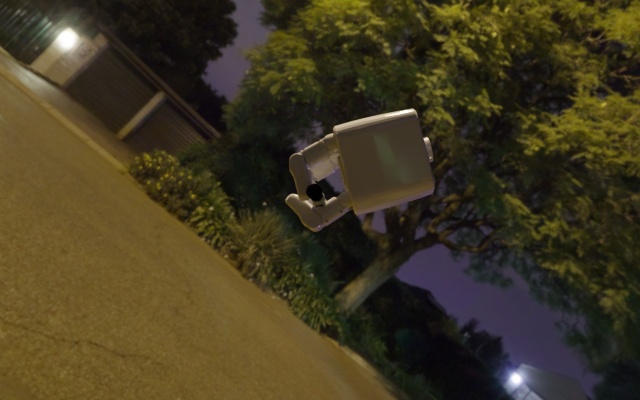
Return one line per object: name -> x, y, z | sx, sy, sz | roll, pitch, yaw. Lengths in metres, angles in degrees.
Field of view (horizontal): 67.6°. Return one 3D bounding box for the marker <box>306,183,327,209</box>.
marker -> 0.000, 0.002, 0.622 | 0.020, 0.020, 0.121 | 0, -14, 8
